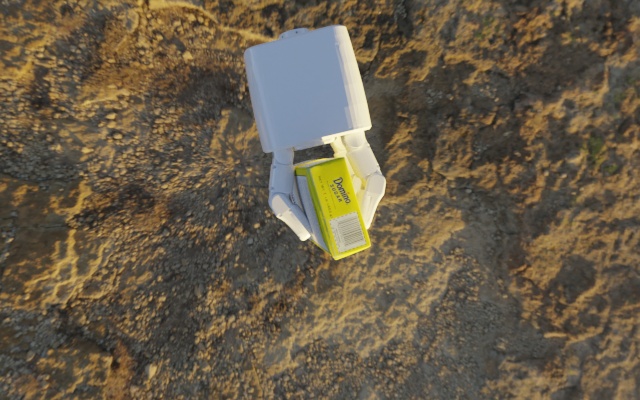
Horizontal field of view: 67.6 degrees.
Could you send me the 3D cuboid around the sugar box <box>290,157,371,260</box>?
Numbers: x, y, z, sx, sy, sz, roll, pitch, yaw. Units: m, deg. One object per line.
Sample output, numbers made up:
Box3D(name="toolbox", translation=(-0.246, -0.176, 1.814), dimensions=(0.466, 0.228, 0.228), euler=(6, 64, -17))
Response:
Box3D(name="sugar box", translation=(0.001, 0.001, 0.532), dimensions=(0.048, 0.093, 0.176), euler=(-17, 8, -8))
